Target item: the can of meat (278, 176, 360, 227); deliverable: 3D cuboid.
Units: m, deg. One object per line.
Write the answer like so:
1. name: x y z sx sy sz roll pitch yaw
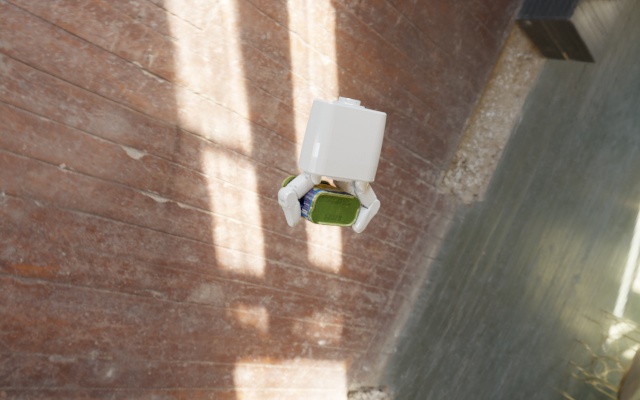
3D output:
1. can of meat: 0.000 0.003 0.748 0.102 0.057 0.084 7 13 -40
